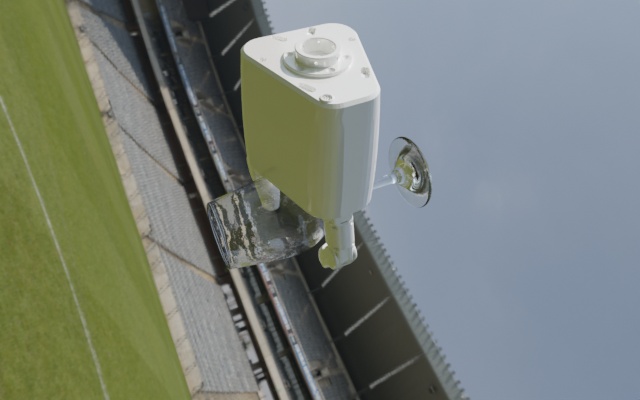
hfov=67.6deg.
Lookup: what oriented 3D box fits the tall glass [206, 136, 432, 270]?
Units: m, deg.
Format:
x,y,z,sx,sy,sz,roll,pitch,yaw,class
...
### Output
x,y,z,sx,sy,sz,roll,pitch,yaw,class
0.001,0.001,0.447,0.201,0.079,0.079,-19,6,-18,tall glass
